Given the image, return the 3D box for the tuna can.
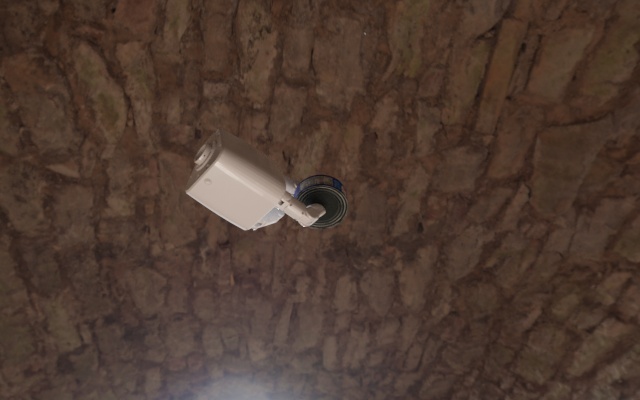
[{"bbox_3d":[0.000,0.002,0.749,0.086,0.086,0.033,0,37,-2],"label":"tuna can"}]
